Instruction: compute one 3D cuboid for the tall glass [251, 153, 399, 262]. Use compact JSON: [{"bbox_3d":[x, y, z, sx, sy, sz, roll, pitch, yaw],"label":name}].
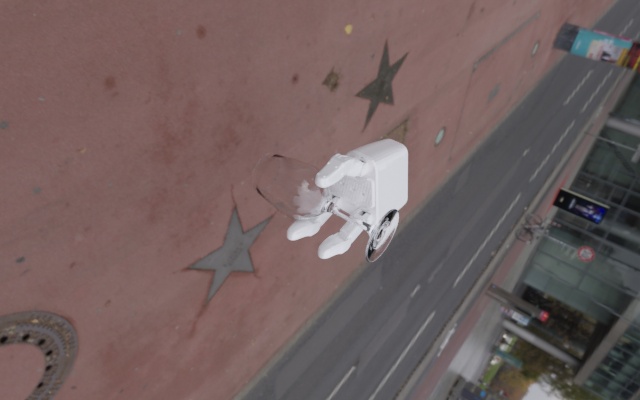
[{"bbox_3d":[0.001,0.002,0.639,0.201,0.079,0.079,28,13,26],"label":"tall glass"}]
